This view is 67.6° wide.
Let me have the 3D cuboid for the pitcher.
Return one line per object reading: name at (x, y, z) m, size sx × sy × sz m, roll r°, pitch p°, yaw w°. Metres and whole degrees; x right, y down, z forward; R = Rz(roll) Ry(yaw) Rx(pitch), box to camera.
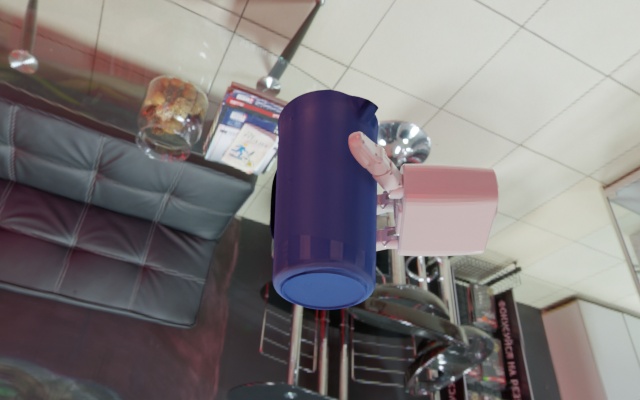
pitcher at (0.000, 0.002, 0.569) m, size 0.145 × 0.242 × 0.149 m, roll 0°, pitch -36°, yaw 3°
